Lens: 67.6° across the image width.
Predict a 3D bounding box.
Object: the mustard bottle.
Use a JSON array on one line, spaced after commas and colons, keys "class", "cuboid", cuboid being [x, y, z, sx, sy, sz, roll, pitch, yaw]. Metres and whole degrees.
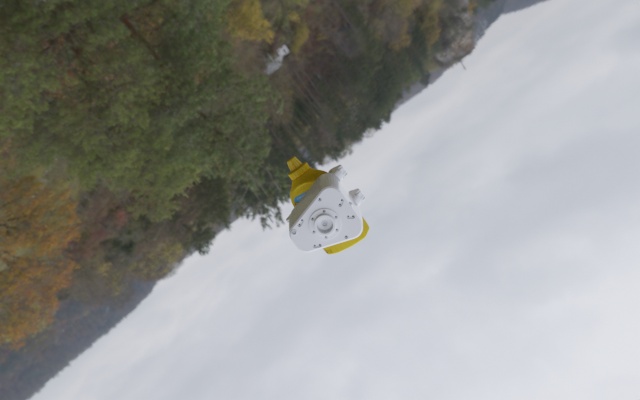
[{"class": "mustard bottle", "cuboid": [0.000, 0.003, 0.875, 0.096, 0.191, 0.058, -29, 12, 31]}]
